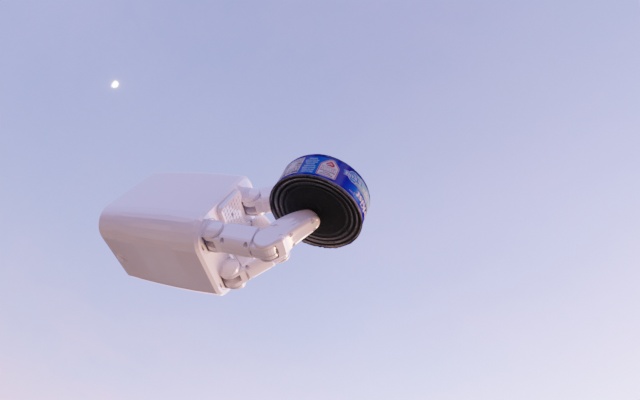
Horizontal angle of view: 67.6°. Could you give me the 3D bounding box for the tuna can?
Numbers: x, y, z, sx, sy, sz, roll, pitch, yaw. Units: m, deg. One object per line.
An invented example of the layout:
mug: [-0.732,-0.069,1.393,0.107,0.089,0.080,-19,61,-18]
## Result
tuna can: [0.000,0.001,0.425,0.086,0.086,0.033,0,41,25]
